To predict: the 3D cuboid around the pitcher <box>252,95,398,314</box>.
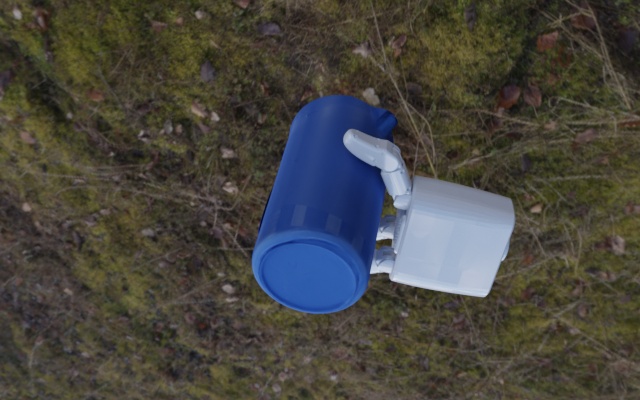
[{"bbox_3d":[0.000,0.002,0.521,0.145,0.149,0.242,11,39,3],"label":"pitcher"}]
